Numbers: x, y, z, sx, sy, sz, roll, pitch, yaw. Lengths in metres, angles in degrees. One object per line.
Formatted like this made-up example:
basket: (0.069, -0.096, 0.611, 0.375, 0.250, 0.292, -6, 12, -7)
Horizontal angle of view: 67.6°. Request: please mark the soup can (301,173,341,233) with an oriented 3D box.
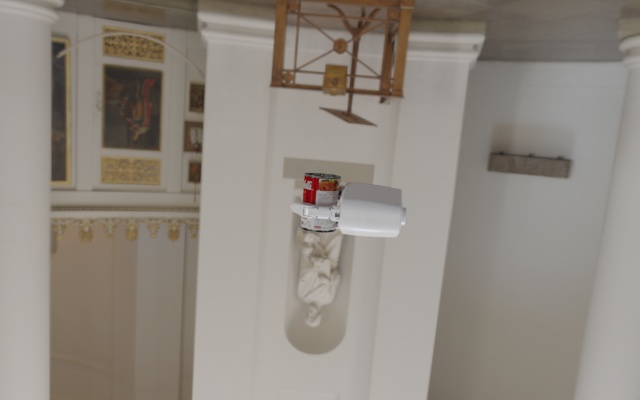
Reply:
soup can: (0.000, 0.003, 0.883, 0.068, 0.102, 0.068, 5, 8, -1)
